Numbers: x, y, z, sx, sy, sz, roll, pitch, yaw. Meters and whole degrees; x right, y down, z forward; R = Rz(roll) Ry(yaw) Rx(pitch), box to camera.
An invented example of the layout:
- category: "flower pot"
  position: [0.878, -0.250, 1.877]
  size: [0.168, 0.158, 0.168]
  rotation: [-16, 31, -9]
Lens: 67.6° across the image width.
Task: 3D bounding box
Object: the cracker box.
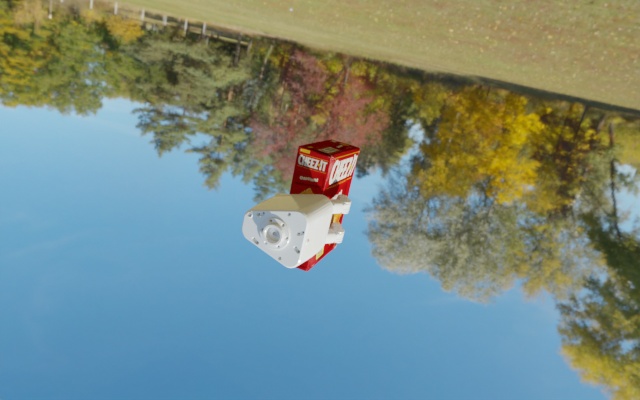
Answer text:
- category: "cracker box"
  position: [0.000, 0.003, 0.886]
  size: [0.072, 0.214, 0.164]
  rotation: [18, 17, 17]
